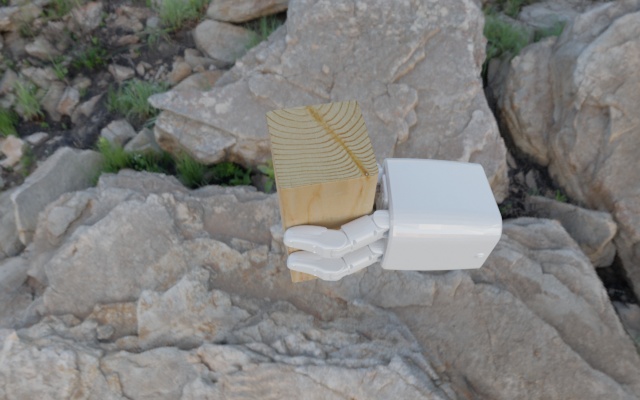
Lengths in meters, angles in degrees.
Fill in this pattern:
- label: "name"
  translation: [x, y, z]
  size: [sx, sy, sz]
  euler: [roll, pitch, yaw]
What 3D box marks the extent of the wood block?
- label: "wood block"
  translation: [0.000, 0.001, 0.512]
  size: [0.090, 0.090, 0.206]
  euler: [-9, -32, -5]
